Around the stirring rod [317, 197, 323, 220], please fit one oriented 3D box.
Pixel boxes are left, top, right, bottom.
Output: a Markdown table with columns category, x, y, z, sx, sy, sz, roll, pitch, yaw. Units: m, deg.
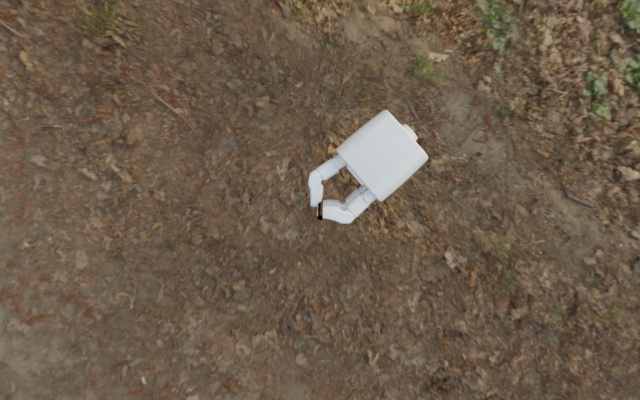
| category | x | y | z | sx | sy | sz | roll | pitch | yaw |
| --- | --- | --- | --- | --- | --- | --- | --- | --- | --- |
| stirring rod | 0.000 | 0.003 | 0.818 | 0.011 | 0.011 | 0.239 | 0 | 11 | 0 |
